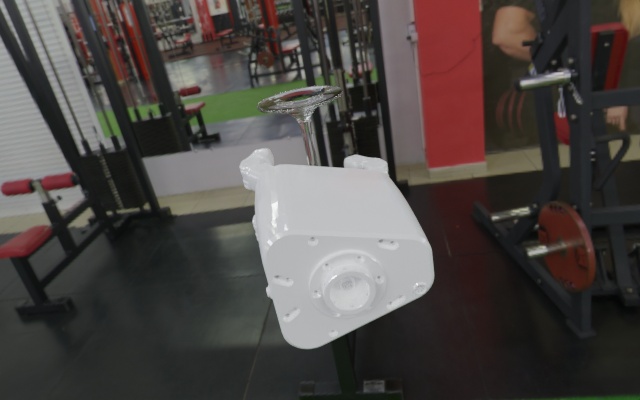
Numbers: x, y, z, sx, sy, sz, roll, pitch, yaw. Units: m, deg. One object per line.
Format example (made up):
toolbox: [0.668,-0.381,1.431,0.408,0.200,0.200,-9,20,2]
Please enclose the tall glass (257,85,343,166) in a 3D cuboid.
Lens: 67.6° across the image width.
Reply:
tall glass: [0.000,0.001,0.446,0.079,0.201,0.079,-9,25,4]
